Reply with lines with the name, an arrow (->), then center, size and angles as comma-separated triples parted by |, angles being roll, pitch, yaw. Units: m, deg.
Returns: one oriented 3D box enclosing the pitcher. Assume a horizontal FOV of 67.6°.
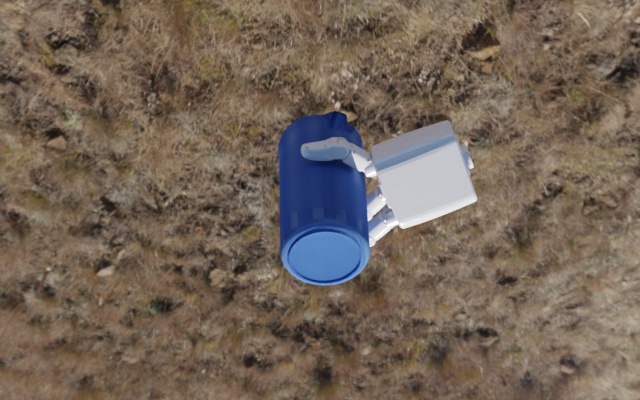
pitcher -> 0.000, 0.002, 0.664 | 0.145, 0.149, 0.242 | -19, 36, 14
